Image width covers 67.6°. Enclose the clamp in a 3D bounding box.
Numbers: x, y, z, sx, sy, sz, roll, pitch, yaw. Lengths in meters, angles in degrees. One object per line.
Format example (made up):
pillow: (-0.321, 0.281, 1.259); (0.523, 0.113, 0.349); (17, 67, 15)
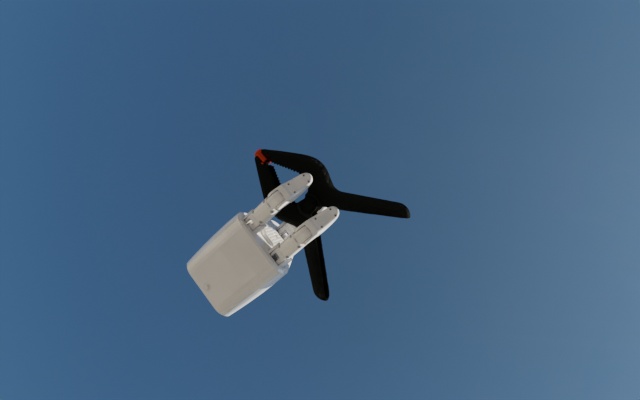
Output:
clamp: (0.000, 0.002, 0.622); (0.164, 0.210, 0.036); (-40, -8, 12)
